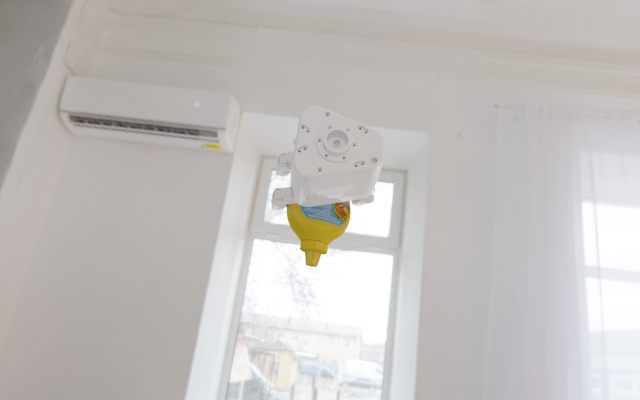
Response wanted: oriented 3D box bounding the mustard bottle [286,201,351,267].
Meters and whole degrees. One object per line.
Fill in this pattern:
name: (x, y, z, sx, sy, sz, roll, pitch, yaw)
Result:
mustard bottle: (0.000, 0.002, 0.703, 0.096, 0.191, 0.058, 16, -20, -23)
